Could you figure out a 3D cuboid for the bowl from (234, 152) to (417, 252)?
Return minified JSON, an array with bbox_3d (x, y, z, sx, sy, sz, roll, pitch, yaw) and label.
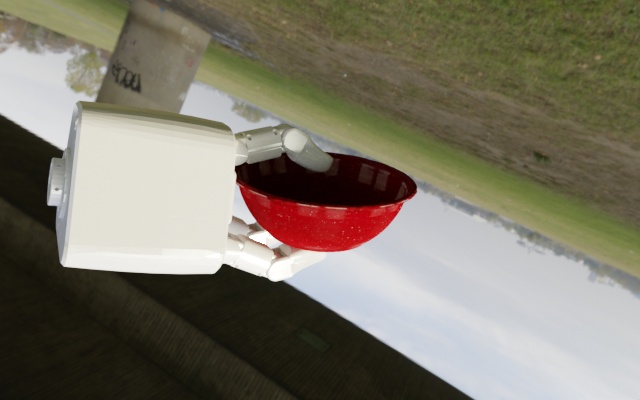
[{"bbox_3d":[0.001,0.002,0.421,0.162,0.055,0.162,5,20,-2],"label":"bowl"}]
